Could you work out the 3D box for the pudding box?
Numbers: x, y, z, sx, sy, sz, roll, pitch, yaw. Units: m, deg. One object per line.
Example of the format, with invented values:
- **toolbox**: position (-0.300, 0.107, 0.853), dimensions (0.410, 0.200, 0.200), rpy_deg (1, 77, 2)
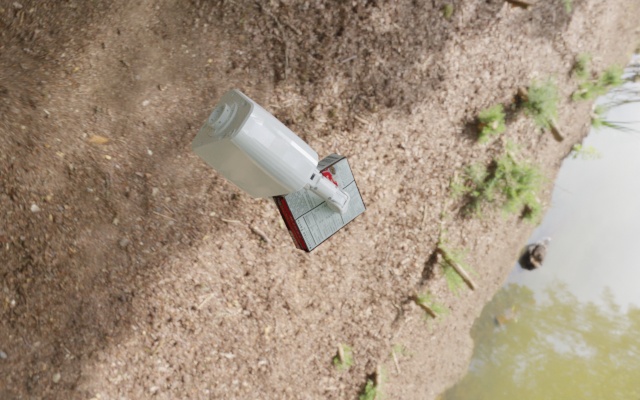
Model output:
- **pudding box**: position (0.000, 0.002, 0.640), dimensions (0.113, 0.090, 0.039), rpy_deg (-33, 26, -24)
